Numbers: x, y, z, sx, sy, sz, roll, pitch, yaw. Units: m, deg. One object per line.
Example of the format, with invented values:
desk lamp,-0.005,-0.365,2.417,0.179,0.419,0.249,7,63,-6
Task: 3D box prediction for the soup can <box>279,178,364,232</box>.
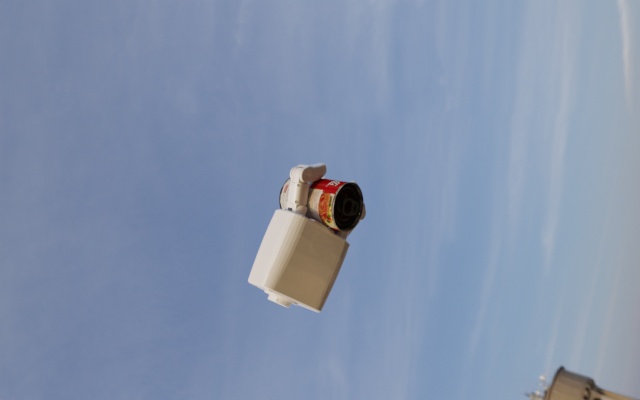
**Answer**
soup can,0.000,0.002,0.675,0.102,0.068,0.068,10,6,40
